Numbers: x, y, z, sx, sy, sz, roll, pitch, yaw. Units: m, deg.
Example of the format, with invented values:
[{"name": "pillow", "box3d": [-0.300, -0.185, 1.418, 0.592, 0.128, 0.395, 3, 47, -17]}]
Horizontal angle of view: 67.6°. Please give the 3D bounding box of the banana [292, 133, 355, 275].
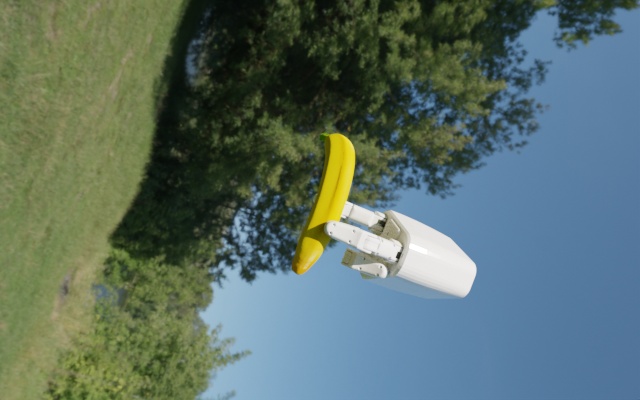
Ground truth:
[{"name": "banana", "box3d": [0.009, -0.007, 0.577, 0.037, 0.197, 0.070, 22, -26, -18]}]
